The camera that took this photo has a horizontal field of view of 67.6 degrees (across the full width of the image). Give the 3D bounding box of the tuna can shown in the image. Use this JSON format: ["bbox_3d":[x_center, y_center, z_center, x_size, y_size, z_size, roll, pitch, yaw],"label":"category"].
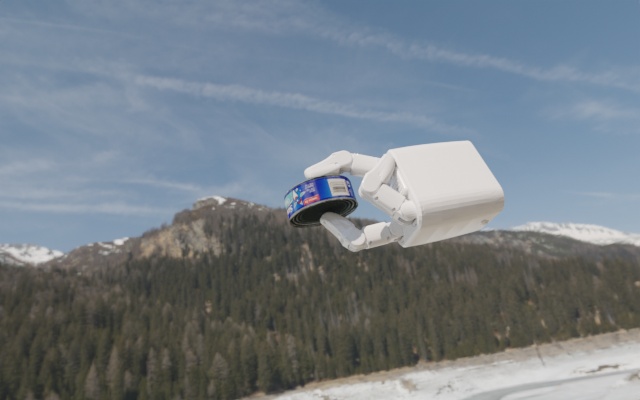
[{"bbox_3d":[0.000,0.001,0.578,0.086,0.033,0.086,-14,-19,-5],"label":"tuna can"}]
